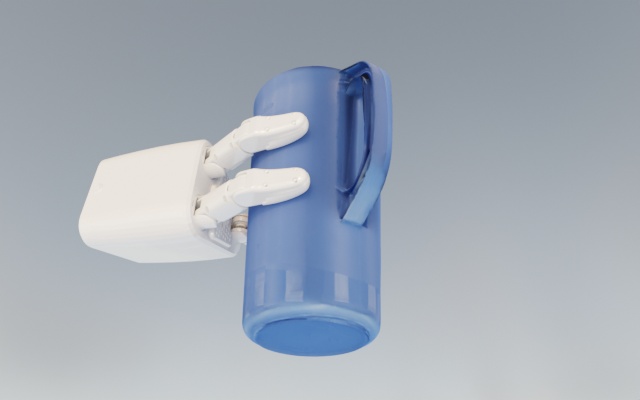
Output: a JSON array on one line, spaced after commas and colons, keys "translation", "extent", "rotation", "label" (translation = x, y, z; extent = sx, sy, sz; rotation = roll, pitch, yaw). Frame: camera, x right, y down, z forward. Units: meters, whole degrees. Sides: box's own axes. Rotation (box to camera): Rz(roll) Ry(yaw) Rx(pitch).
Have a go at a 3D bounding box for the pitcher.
[{"translation": [0.000, 0.001, 0.425], "extent": [0.145, 0.242, 0.149], "rotation": [-6, -34, 10], "label": "pitcher"}]
